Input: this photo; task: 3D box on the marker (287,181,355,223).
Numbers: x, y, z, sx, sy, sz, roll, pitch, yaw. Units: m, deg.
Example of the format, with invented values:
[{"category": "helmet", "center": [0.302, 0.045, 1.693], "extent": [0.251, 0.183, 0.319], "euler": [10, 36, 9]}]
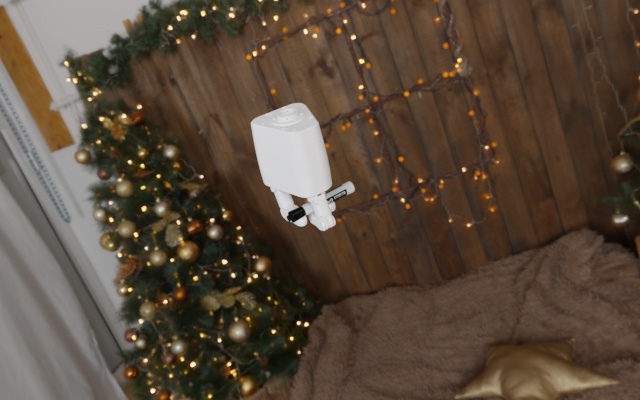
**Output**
[{"category": "marker", "center": [0.000, 0.002, 0.745], "extent": [0.121, 0.020, 0.020], "euler": [-27, 11, -23]}]
